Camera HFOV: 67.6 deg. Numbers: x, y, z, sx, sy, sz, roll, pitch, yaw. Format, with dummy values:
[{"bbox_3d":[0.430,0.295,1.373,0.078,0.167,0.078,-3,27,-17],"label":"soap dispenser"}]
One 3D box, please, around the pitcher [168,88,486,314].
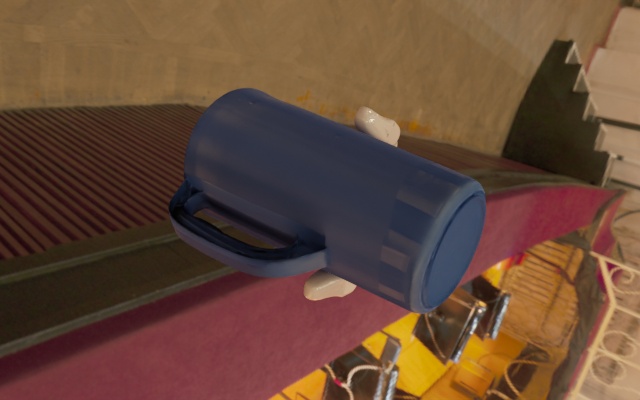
[{"bbox_3d":[0.000,0.001,0.405,0.242,0.149,0.145,25,2,33],"label":"pitcher"}]
